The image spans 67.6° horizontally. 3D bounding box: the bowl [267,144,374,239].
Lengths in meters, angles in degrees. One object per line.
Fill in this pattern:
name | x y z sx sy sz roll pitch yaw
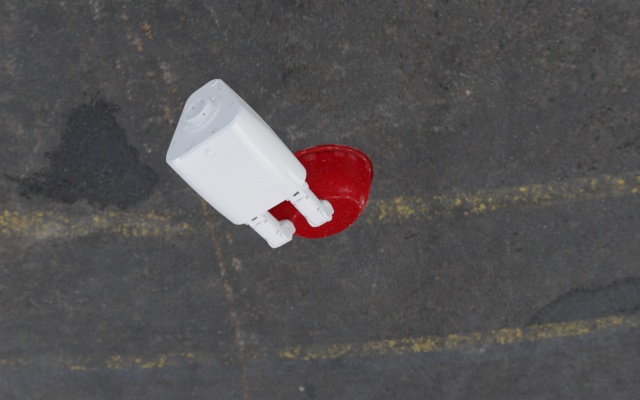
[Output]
bowl | 0.001 0.003 0.620 0.162 0.055 0.162 -13 -34 -9
